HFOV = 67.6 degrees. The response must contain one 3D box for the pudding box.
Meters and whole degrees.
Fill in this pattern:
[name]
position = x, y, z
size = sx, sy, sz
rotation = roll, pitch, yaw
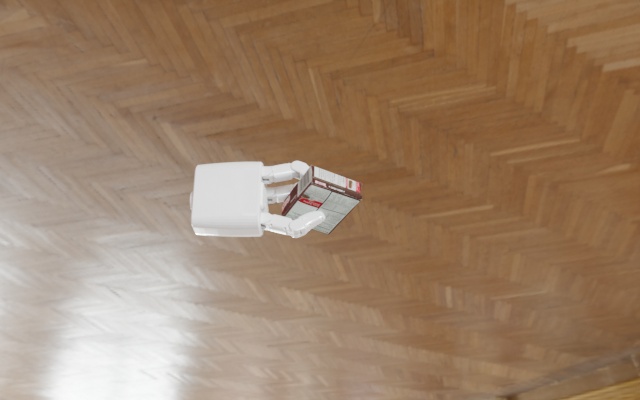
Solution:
[pudding box]
position = 0.000, 0.003, 0.755
size = 0.090, 0.039, 0.113
rotation = 18, -39, -21
